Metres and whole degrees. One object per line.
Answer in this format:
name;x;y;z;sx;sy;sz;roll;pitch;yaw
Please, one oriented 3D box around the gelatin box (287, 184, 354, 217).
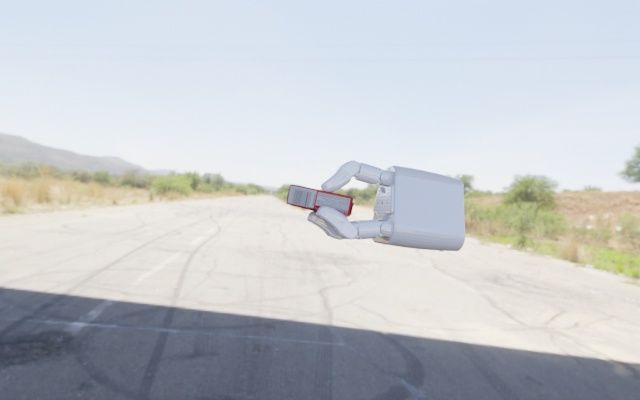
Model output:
gelatin box;0.000;0.002;0.670;0.089;0.030;0.073;12;-2;1
